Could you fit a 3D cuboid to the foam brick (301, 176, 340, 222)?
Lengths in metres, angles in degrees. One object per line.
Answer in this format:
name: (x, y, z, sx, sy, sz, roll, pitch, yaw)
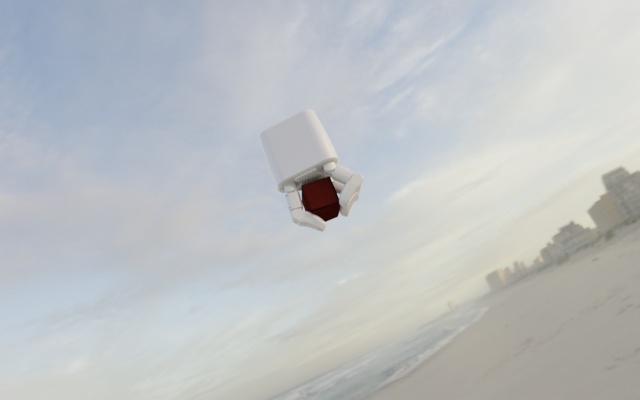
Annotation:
foam brick: (0.000, 0.003, 0.820, 0.053, 0.051, 0.078, -19, -19, -10)
